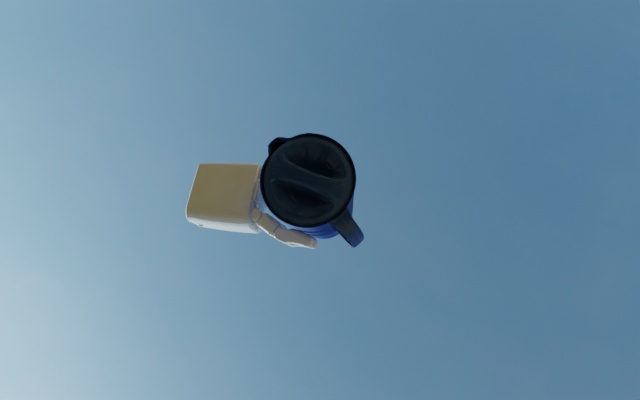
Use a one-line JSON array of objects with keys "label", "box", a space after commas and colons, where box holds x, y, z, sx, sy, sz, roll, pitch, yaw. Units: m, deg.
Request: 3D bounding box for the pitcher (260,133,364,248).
[{"label": "pitcher", "box": [0.000, 0.002, 0.758, 0.145, 0.149, 0.243, 2, -12, 7]}]
